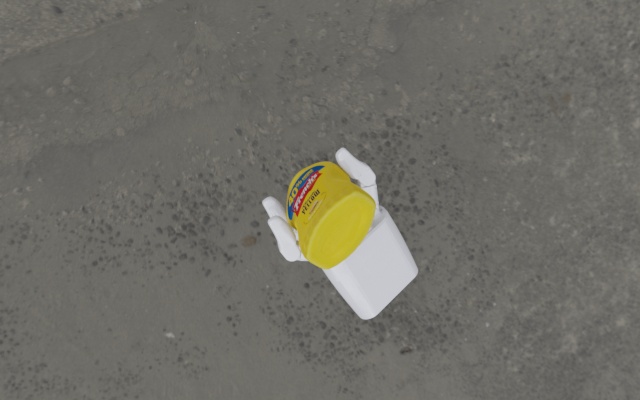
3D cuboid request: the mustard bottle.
[{"bbox_3d":[0.000,0.002,0.589,0.058,0.096,0.191,30,10,-22],"label":"mustard bottle"}]
